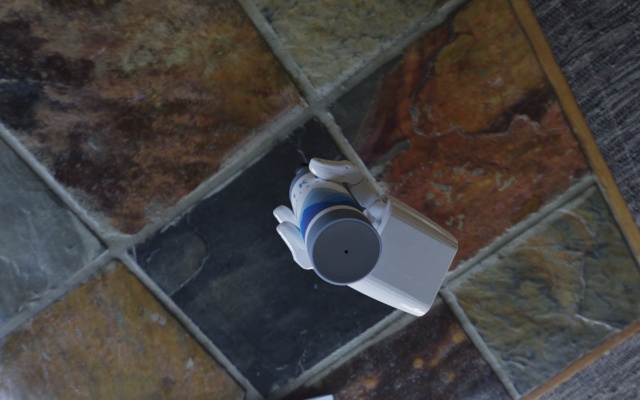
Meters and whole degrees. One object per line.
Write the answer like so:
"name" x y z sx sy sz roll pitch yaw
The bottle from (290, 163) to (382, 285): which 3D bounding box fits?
"bottle" 0.000 0.002 0.564 0.069 0.069 0.295 0 18 -10
